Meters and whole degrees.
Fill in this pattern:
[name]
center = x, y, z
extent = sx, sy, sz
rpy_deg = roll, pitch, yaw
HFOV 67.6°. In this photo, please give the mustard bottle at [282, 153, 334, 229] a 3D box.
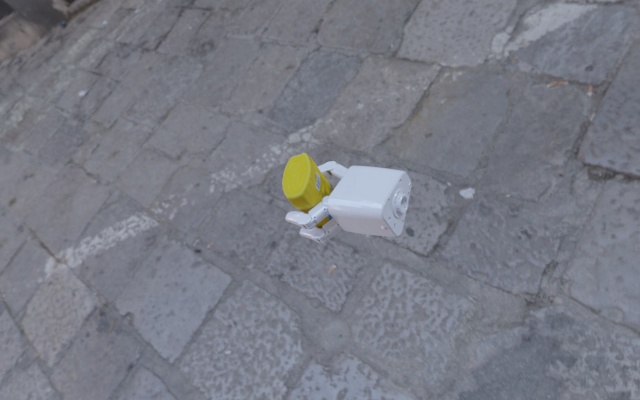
[mustard bottle]
center = 0.000, 0.003, 0.895
extent = 0.058, 0.096, 0.192
rpy_deg = -15, -38, 22
